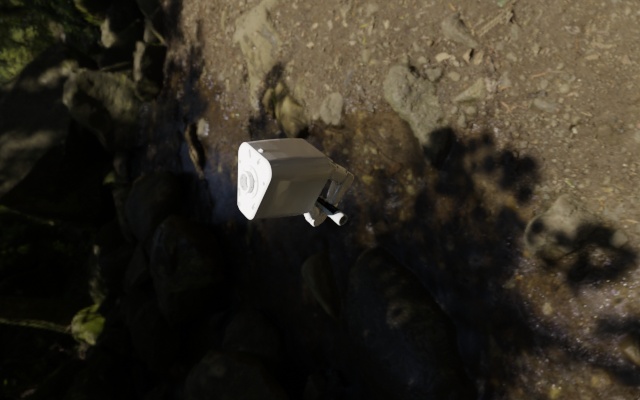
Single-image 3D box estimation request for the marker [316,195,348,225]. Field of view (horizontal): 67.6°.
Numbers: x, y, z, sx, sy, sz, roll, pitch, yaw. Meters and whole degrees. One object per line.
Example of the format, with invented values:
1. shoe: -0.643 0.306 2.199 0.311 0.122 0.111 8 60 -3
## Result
1. marker: 0.000 0.003 0.781 0.020 0.020 0.121 0 28 -41
